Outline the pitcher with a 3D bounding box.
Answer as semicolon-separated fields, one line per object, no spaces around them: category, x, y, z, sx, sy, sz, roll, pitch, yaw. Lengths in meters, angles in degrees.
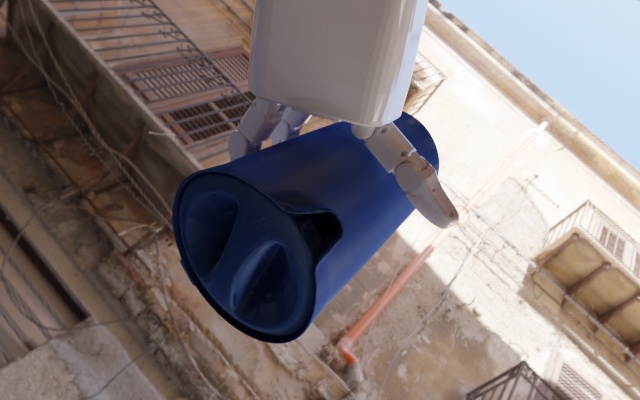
pitcher;0.000;0.001;0.418;0.149;0.145;0.242;28;36;24
